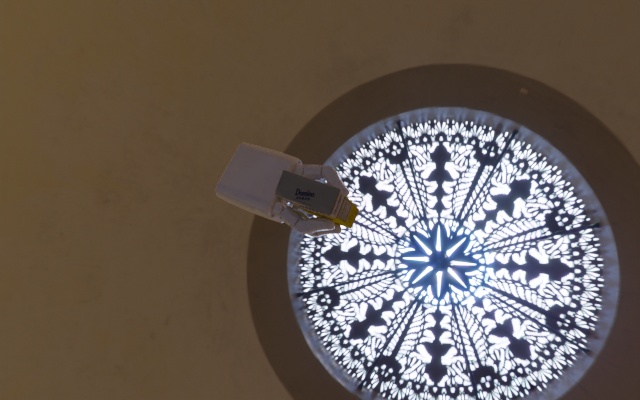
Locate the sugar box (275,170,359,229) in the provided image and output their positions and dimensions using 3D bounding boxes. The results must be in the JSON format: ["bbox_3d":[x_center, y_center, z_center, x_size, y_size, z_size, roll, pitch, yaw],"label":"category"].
[{"bbox_3d":[0.000,0.003,0.756,0.093,0.048,0.176,19,-2,17],"label":"sugar box"}]
